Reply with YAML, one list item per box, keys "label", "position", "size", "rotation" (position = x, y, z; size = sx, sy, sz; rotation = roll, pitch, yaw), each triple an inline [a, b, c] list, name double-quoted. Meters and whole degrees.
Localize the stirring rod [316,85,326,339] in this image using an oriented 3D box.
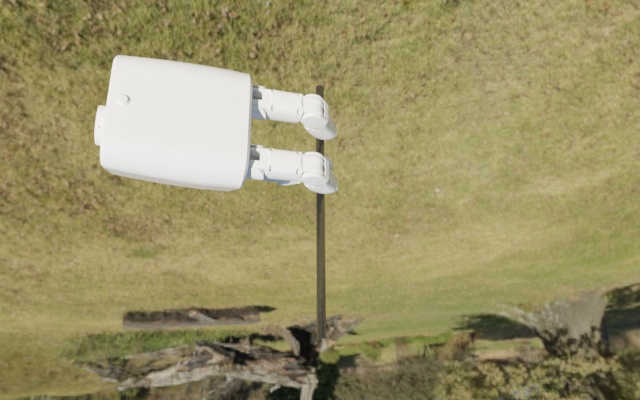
- label: "stirring rod"
  position: [0.000, 0.001, 0.437]
  size: [0.011, 0.239, 0.011]
  rotation: [0, -18, 0]
